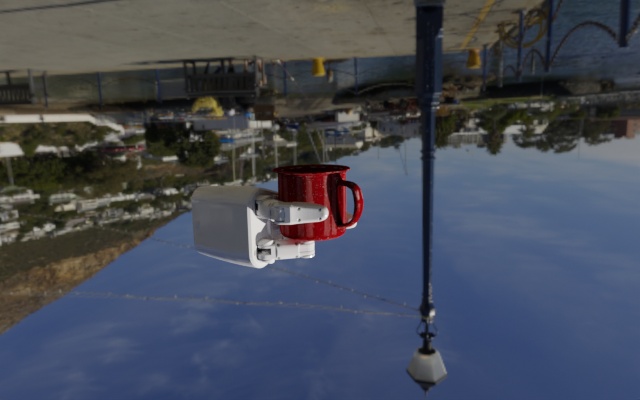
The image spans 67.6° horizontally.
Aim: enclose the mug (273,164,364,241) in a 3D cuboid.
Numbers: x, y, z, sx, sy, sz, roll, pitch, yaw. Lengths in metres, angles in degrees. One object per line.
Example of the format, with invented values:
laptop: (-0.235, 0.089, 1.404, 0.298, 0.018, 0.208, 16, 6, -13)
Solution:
mug: (0.001, 0.002, 0.571, 0.117, 0.081, 0.093, 6, 12, 34)
